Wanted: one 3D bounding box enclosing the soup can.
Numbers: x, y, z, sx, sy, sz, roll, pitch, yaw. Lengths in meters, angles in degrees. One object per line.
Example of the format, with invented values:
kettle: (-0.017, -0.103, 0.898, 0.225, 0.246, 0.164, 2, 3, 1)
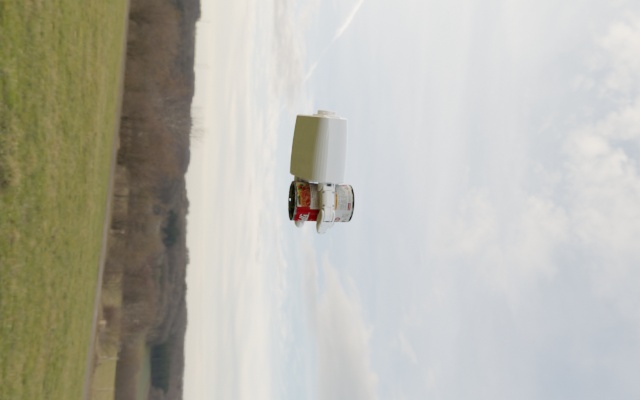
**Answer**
soup can: (0.000, 0.003, 0.814, 0.102, 0.068, 0.068, 3, -1, -14)
